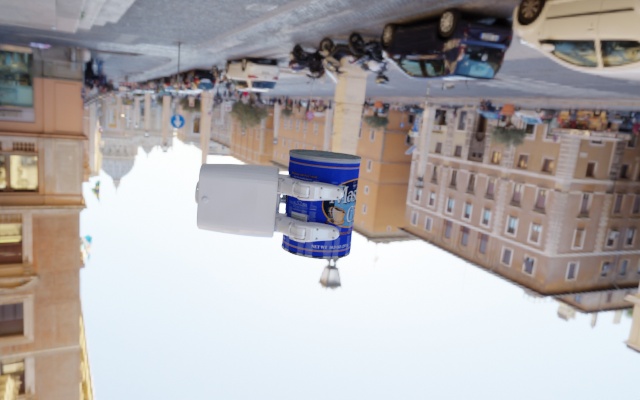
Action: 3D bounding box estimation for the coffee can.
[{"bbox_3d":[0.000,0.002,0.685,0.103,0.140,0.103,6,10,-1],"label":"coffee can"}]
